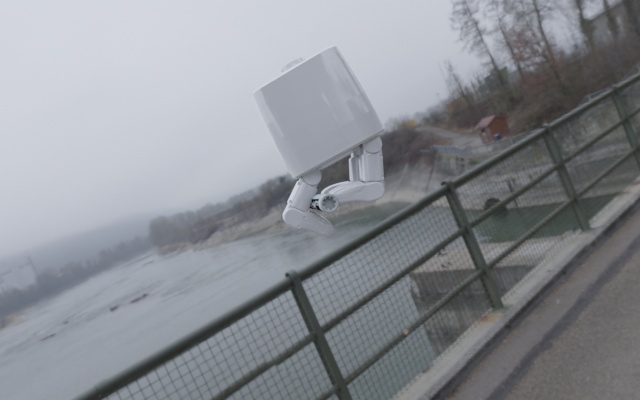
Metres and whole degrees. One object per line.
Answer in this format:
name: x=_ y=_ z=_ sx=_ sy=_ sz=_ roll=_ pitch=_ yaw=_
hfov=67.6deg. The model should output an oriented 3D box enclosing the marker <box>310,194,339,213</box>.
marker: x=0.000 y=0.002 z=0.520 sx=0.020 sy=0.020 sz=0.121 roll=0 pitch=1 yaw=-8
